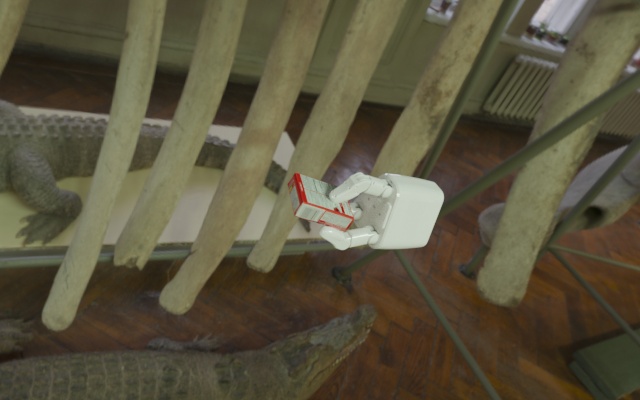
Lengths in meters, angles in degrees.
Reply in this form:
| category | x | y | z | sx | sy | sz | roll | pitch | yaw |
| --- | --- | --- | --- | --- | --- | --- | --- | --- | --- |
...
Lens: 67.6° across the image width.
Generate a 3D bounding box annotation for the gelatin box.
| category | x | y | z | sx | sy | sz | roll | pitch | yaw |
| --- | --- | --- | --- | --- | --- | --- | --- | --- | --- |
| gelatin box | 0.000 | 0.002 | 0.698 | 0.089 | 0.030 | 0.073 | 18 | 32 | -26 |
